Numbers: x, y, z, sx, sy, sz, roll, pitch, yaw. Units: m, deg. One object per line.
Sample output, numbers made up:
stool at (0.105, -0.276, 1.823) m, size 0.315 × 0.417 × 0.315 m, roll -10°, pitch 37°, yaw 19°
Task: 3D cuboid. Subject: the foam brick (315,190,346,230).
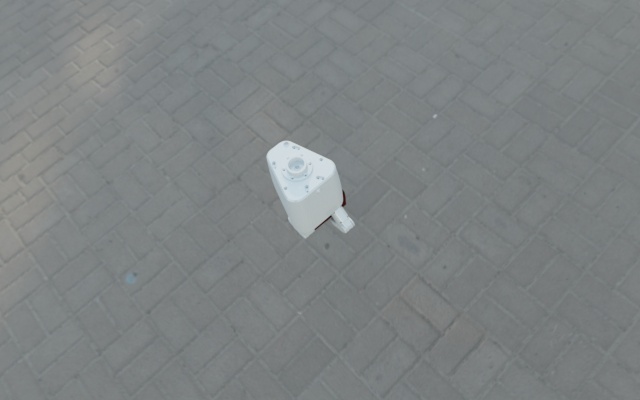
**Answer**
foam brick at (0.000, 0.003, 0.846) m, size 0.078 × 0.053 × 0.051 m, roll -40°, pitch -24°, yaw -14°
